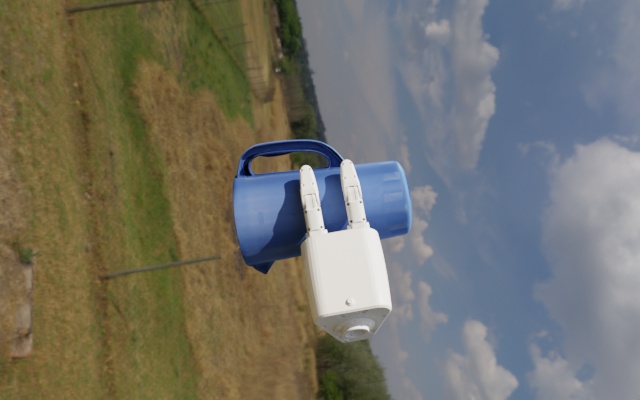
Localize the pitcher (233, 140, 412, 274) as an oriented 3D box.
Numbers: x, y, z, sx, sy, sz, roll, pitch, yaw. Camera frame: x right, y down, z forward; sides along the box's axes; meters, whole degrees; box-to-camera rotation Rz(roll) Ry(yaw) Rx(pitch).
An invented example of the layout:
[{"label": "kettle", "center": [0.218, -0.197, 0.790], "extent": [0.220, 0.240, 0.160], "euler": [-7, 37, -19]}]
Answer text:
[{"label": "pitcher", "center": [0.000, 0.002, 0.684], "extent": [0.243, 0.145, 0.149], "euler": [-9, -35, 0]}]
